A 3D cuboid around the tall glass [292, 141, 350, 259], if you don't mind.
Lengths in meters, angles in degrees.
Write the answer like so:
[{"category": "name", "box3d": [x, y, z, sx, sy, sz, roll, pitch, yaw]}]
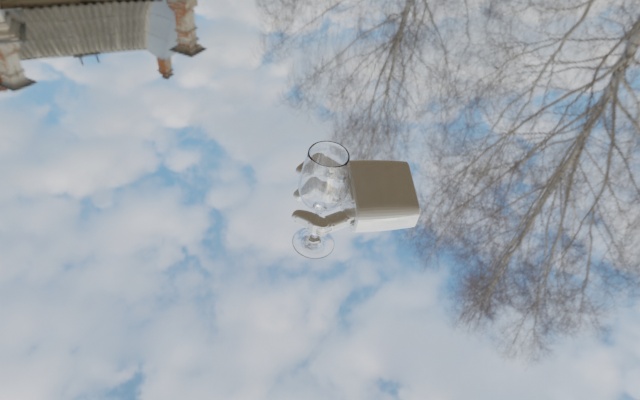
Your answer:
[{"category": "tall glass", "box3d": [0.000, 0.003, 0.762, 0.079, 0.201, 0.079, 5, 44, -5]}]
